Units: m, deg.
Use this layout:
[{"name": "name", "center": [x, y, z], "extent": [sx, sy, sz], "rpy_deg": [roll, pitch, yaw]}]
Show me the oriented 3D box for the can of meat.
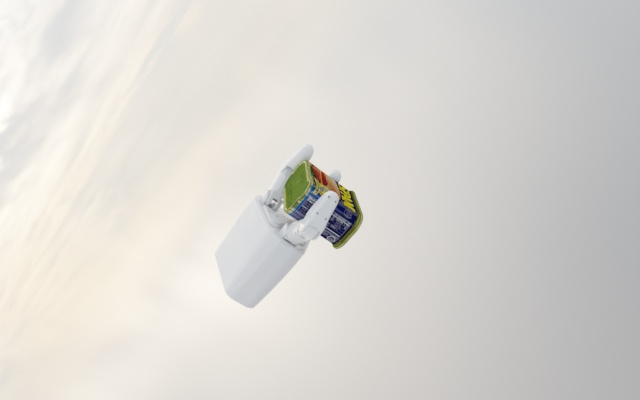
[{"name": "can of meat", "center": [0.000, 0.002, 0.610], "extent": [0.084, 0.057, 0.102], "rpy_deg": [35, 18, -20]}]
